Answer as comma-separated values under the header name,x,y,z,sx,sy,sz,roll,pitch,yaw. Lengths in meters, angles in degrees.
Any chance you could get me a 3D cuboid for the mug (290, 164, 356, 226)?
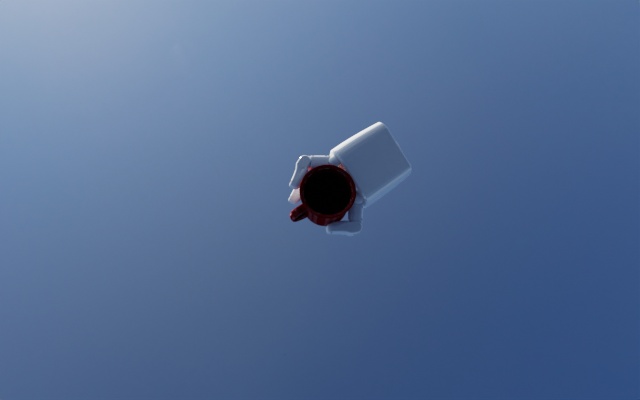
name,x,y,z,sx,sy,sz,roll,pitch,yaw
mug,-0.001,0.004,0.811,0.117,0.093,0.081,-33,-13,-12
